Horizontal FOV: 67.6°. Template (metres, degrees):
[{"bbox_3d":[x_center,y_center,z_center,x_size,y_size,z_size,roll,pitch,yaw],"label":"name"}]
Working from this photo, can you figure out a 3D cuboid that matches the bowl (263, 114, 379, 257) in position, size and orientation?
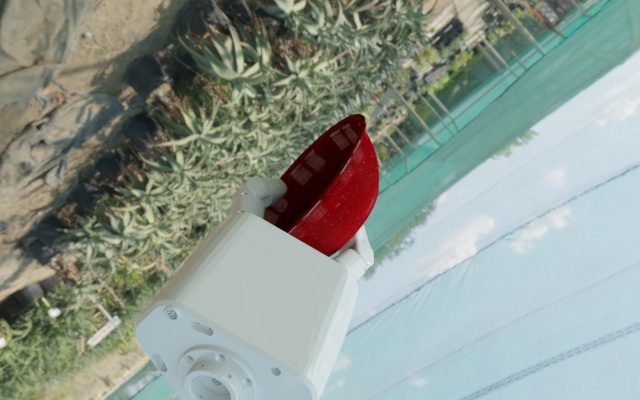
[{"bbox_3d":[0.001,0.001,0.424,0.055,0.162,0.162,40,-14,-17],"label":"bowl"}]
